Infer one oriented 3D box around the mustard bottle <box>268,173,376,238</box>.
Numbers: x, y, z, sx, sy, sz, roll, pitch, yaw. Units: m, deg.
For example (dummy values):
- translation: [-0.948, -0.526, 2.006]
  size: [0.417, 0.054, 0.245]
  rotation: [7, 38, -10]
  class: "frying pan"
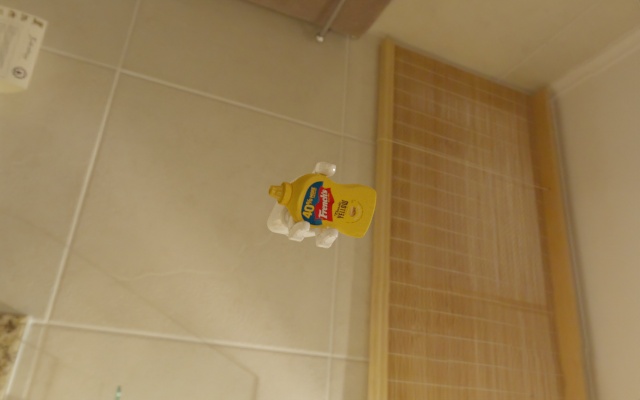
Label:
- translation: [0.000, 0.003, 0.852]
  size: [0.191, 0.096, 0.058]
  rotation: [13, 9, -21]
  class: "mustard bottle"
